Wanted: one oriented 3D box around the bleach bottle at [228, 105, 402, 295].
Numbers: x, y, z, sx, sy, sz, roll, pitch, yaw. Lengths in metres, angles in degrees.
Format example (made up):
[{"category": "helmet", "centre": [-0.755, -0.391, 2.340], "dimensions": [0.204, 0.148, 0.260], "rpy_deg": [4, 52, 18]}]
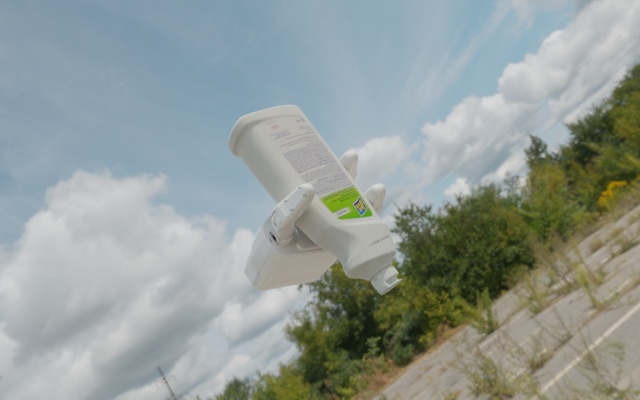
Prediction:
[{"category": "bleach bottle", "centre": [0.000, 0.002, 0.553], "dimensions": [0.102, 0.250, 0.068], "rpy_deg": [-23, -23, -36]}]
